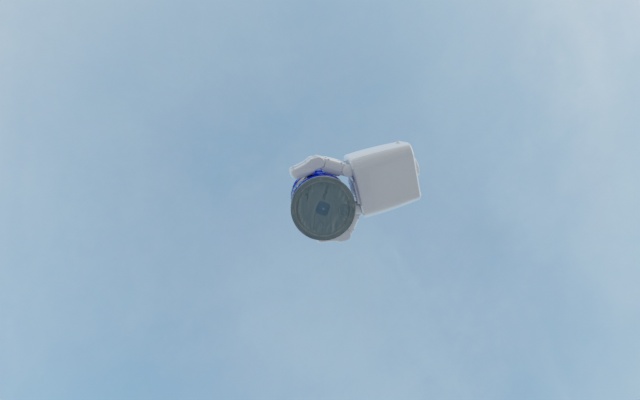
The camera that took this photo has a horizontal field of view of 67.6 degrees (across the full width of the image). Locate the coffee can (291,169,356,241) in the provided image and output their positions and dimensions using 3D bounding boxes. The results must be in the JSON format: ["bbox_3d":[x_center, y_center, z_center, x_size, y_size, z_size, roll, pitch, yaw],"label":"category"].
[{"bbox_3d":[0.000,0.003,0.813,0.103,0.103,0.140,0,9,-4],"label":"coffee can"}]
